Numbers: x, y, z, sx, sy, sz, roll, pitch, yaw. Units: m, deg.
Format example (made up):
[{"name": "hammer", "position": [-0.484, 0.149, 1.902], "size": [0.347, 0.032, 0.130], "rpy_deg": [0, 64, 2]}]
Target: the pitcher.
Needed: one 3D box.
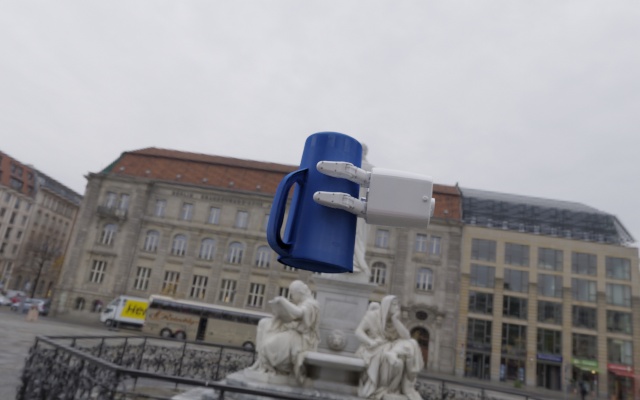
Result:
[{"name": "pitcher", "position": [0.000, 0.003, 0.843], "size": [0.145, 0.242, 0.149], "rpy_deg": [7, -16, 7]}]
